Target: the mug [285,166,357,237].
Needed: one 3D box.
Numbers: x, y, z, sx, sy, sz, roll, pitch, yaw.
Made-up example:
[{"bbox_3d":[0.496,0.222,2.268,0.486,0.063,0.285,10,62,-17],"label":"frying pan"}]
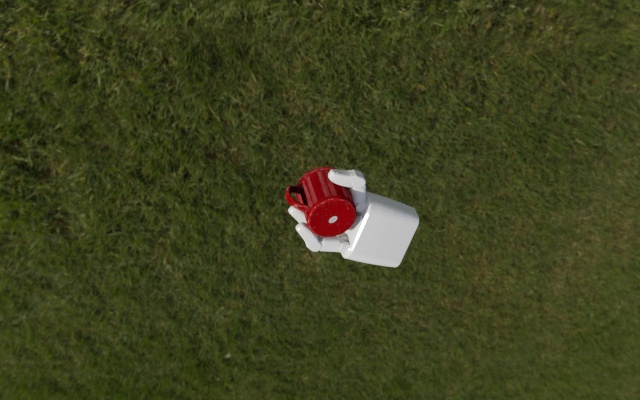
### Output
[{"bbox_3d":[-0.001,0.002,0.771,0.117,0.093,0.081,13,32,-23],"label":"mug"}]
